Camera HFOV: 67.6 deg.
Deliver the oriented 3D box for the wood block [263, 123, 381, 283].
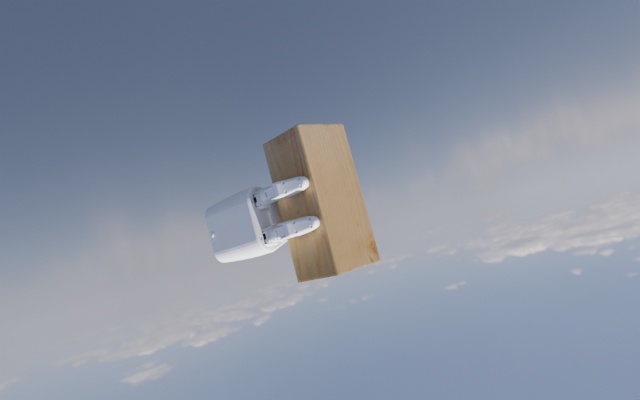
[{"bbox_3d":[0.000,0.002,0.684,0.091,0.206,0.090,-10,-7,-43],"label":"wood block"}]
